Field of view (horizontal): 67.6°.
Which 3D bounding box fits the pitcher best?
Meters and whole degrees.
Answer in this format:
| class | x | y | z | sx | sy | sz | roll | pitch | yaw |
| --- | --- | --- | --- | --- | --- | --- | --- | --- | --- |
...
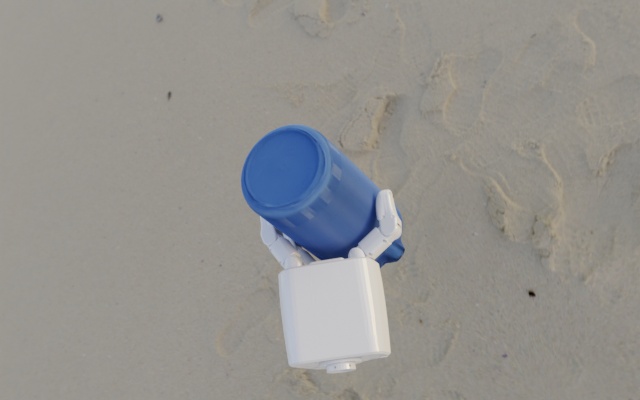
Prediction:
| class | x | y | z | sx | sy | sz | roll | pitch | yaw |
| --- | --- | --- | --- | --- | --- | --- | --- | --- | --- |
| pitcher | 0.000 | 0.002 | 0.599 | 0.149 | 0.145 | 0.243 | -16 | -26 | 19 |
